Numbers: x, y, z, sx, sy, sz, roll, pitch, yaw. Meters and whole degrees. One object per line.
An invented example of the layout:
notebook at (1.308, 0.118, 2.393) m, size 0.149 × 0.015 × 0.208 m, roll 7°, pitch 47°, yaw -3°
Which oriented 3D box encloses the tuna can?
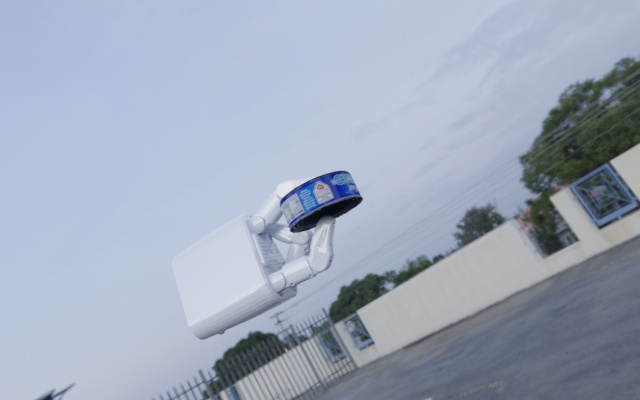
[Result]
tuna can at (0.000, 0.001, 0.514) m, size 0.086 × 0.033 × 0.086 m, roll -23°, pitch -13°, yaw -6°
